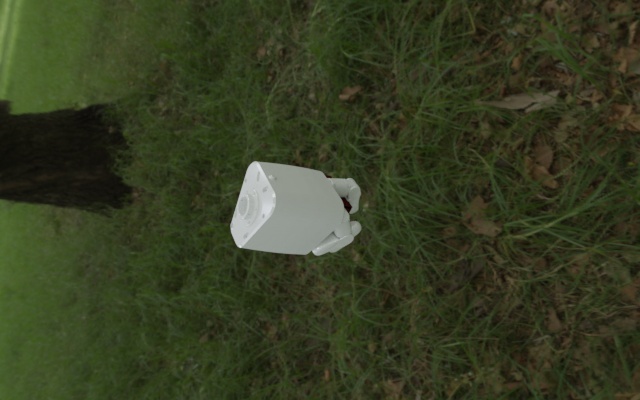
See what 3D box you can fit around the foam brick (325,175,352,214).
[{"bbox_3d":[0.000,0.002,0.703,0.051,0.053,0.078,8,34,-36],"label":"foam brick"}]
